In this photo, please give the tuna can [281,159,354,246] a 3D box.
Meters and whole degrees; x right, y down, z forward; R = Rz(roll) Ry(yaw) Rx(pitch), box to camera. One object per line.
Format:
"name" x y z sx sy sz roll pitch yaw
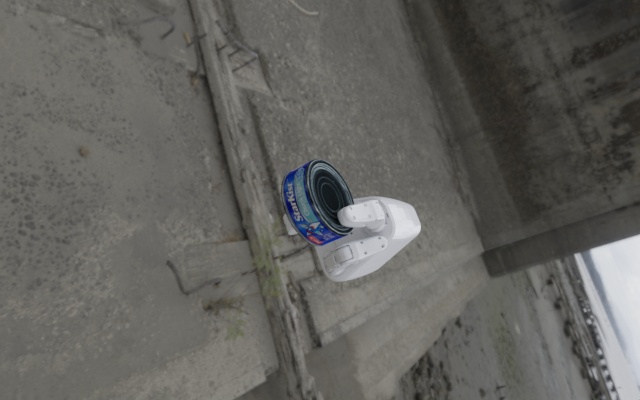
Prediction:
"tuna can" 0.000 0.001 0.490 0.034 0.086 0.086 -25 -13 30
